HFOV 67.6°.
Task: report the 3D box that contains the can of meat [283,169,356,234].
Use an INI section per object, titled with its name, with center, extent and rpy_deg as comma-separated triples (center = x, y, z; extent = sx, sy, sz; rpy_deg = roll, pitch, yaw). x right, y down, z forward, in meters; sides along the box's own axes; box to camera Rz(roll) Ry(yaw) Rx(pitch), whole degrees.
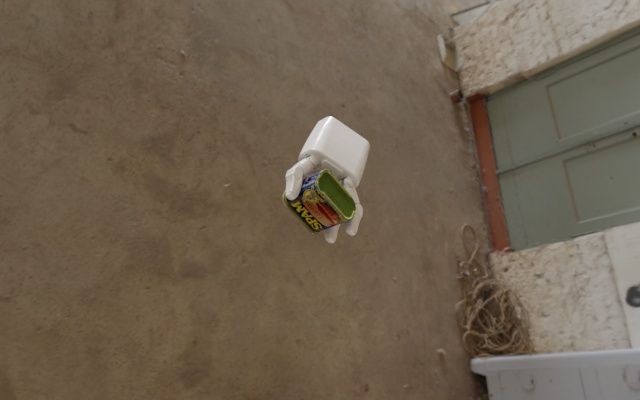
[can of meat]
center = 0.000, 0.003, 0.826
extent = 0.084, 0.102, 0.057
rpy_deg = -22, 29, 40
